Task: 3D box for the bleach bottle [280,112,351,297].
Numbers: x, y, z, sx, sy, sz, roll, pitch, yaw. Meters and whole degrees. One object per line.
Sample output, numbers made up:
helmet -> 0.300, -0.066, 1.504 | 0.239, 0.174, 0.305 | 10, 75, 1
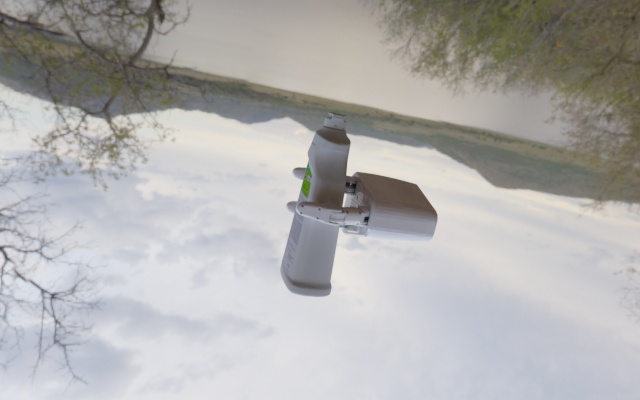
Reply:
bleach bottle -> 0.000, 0.002, 0.680 | 0.068, 0.251, 0.102 | 8, 14, -18
